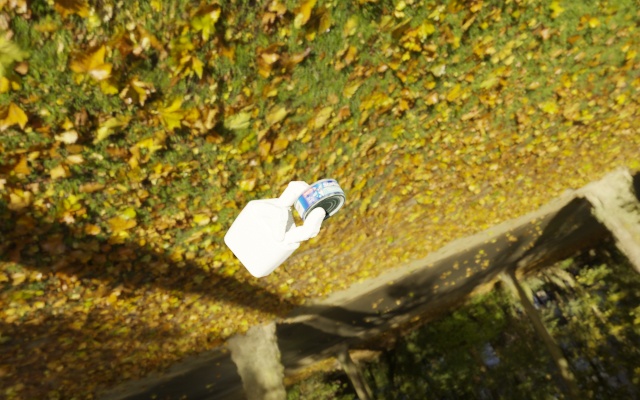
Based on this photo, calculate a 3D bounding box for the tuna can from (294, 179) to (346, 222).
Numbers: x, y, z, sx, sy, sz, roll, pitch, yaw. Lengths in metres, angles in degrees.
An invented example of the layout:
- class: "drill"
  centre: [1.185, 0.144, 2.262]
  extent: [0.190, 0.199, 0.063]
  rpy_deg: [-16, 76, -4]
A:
- class: "tuna can"
  centre: [0.000, 0.003, 0.825]
  extent: [0.086, 0.033, 0.086]
  rpy_deg: [-25, -26, -13]
